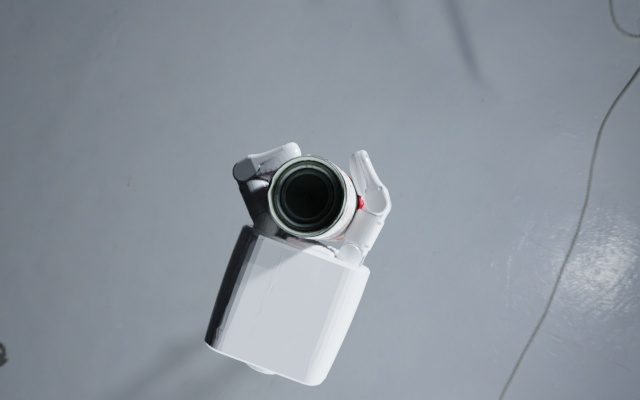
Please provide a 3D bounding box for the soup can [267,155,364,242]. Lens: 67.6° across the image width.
[{"bbox_3d":[0.000,0.001,0.421,0.068,0.068,0.102,0,-6,14],"label":"soup can"}]
